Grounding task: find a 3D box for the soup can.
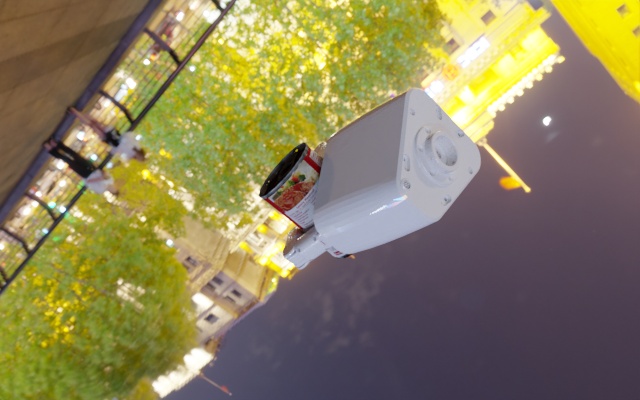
[{"bbox_3d":[0.000,0.002,0.470,0.102,0.068,0.068,40,-14,-18],"label":"soup can"}]
